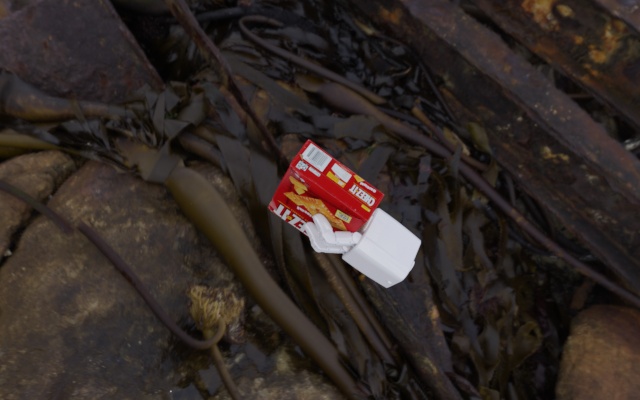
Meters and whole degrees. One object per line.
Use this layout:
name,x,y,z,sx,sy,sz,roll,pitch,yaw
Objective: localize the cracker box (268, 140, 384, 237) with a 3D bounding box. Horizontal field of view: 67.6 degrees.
cracker box,0.000,0.003,0.893,0.164,0.072,0.214,36,-27,-1
